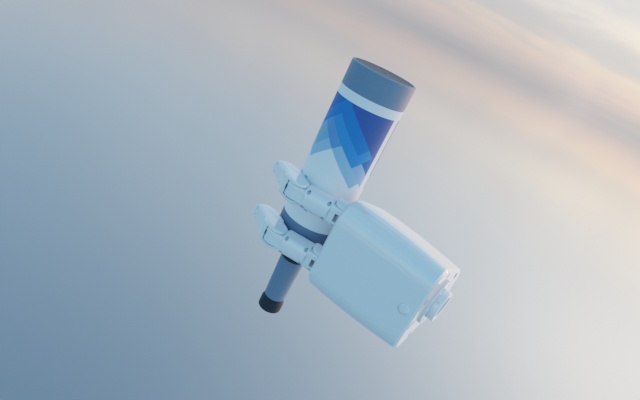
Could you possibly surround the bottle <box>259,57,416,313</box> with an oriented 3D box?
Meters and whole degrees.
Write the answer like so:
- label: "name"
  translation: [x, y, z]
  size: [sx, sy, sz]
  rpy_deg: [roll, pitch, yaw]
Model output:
- label: "bottle"
  translation: [0.000, 0.001, 0.505]
  size: [0.069, 0.296, 0.069]
  rpy_deg: [22, 23, -10]
